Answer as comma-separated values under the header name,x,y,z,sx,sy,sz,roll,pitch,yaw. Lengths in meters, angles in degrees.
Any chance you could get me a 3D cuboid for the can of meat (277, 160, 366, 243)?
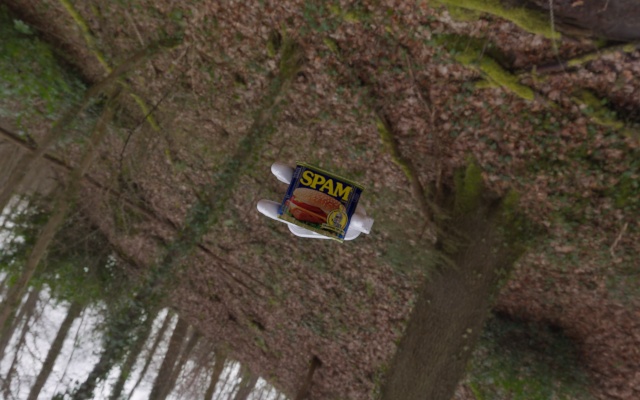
name,x,y,z,sx,sy,sz,roll,pitch,yaw
can of meat,0.000,0.002,0.653,0.102,0.084,0.057,21,-3,1
